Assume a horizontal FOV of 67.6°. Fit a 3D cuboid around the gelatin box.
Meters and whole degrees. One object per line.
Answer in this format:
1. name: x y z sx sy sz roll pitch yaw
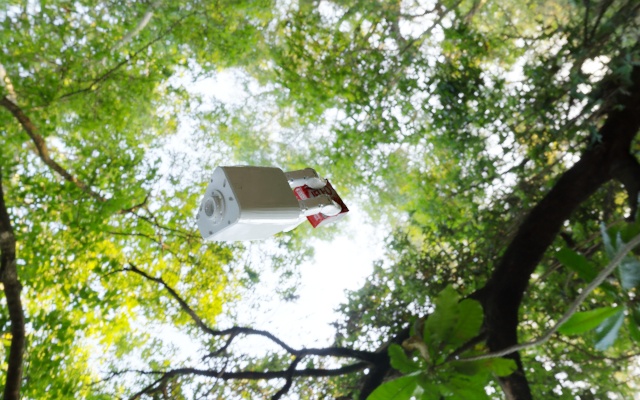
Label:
1. gelatin box: 0.000 0.003 0.795 0.030 0.073 0.089 -44 -16 31
